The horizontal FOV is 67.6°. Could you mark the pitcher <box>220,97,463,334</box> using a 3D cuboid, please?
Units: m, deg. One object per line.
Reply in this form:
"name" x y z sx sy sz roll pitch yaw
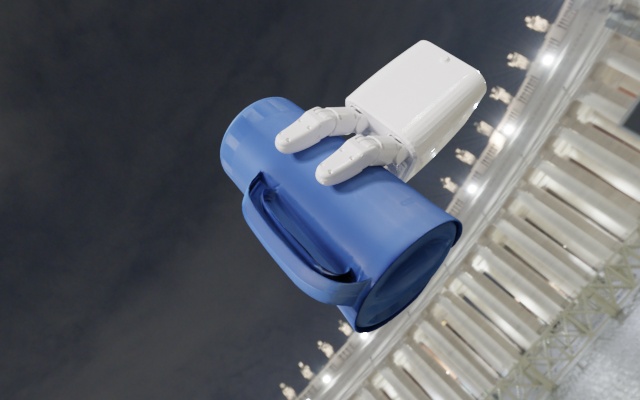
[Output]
"pitcher" 0.000 0.001 0.467 0.242 0.145 0.149 43 -11 29
